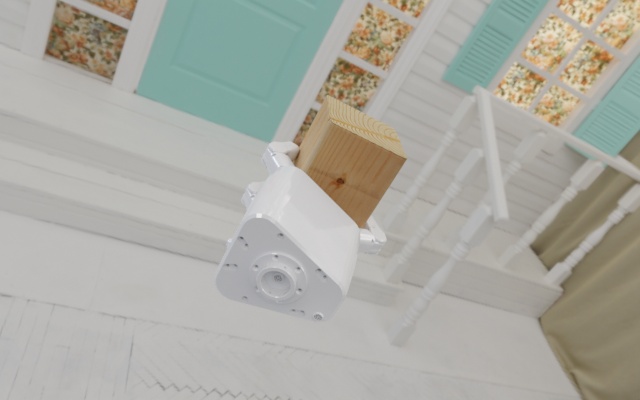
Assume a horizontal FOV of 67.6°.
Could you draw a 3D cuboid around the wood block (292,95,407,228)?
[{"bbox_3d":[0.000,0.002,0.543,0.091,0.206,0.090,24,26,-14],"label":"wood block"}]
